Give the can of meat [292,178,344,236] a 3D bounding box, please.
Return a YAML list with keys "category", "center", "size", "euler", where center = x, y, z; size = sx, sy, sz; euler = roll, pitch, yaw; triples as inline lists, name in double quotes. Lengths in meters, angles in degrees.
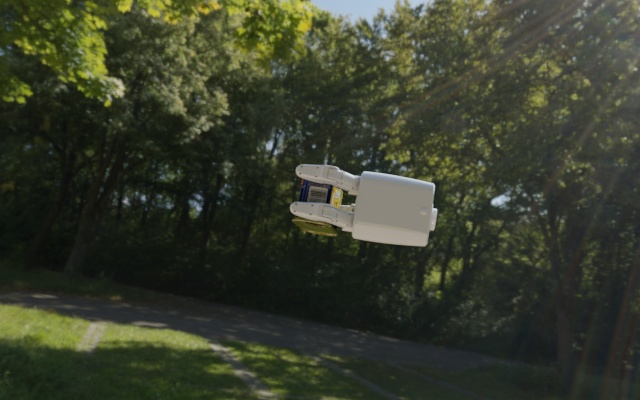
- category: "can of meat"
  center: [0.000, 0.002, 0.720]
  size: [0.057, 0.084, 0.102]
  euler: [8, -12, 12]
